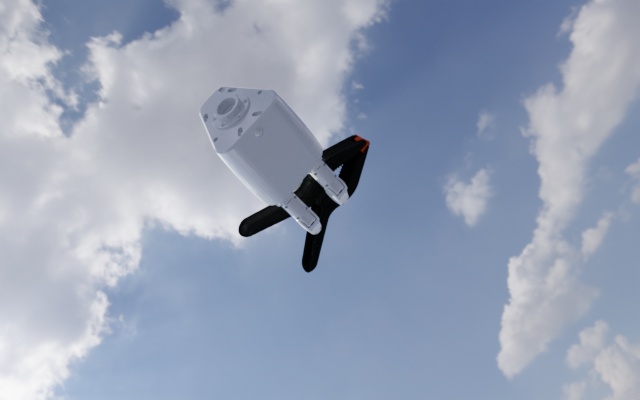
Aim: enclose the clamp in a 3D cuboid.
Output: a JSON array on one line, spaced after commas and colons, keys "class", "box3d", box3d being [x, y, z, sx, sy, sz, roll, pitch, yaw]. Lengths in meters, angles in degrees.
[{"class": "clamp", "box3d": [0.000, 0.001, 0.668, 0.036, 0.210, 0.165, 36, -9, 40]}]
